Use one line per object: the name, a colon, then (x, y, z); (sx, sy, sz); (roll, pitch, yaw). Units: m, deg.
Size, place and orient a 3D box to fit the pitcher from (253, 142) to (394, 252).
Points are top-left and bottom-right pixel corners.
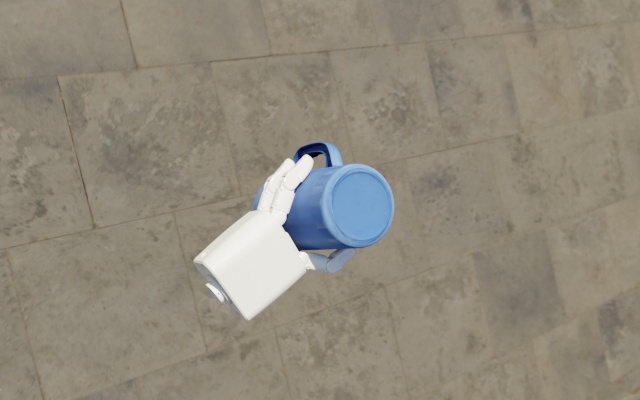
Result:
pitcher: (0.000, 0.002, 0.705); (0.145, 0.149, 0.243); (-39, 13, -23)
